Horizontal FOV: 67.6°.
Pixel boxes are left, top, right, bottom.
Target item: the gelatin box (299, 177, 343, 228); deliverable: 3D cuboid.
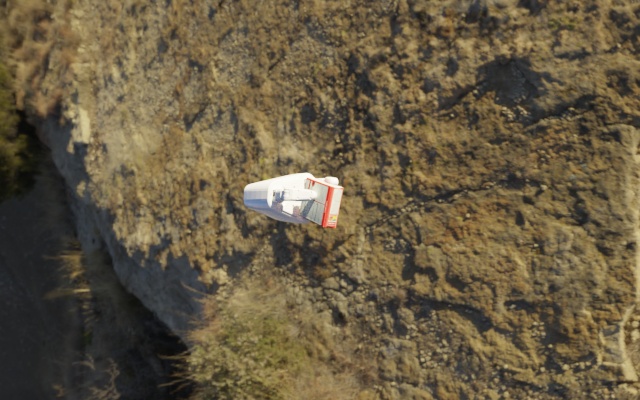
[{"bbox_3d":[0.000,0.003,0.852,0.030,0.073,0.089,6,9,-33],"label":"gelatin box"}]
